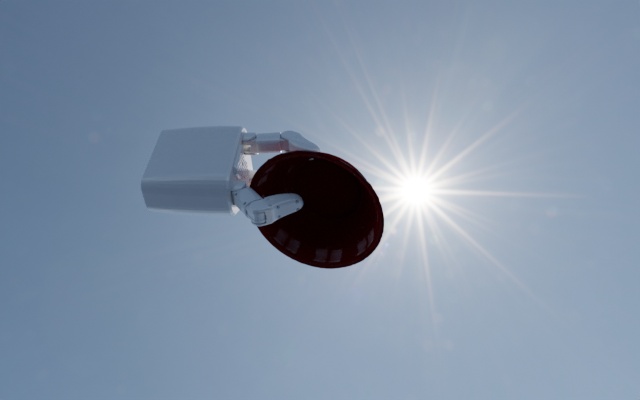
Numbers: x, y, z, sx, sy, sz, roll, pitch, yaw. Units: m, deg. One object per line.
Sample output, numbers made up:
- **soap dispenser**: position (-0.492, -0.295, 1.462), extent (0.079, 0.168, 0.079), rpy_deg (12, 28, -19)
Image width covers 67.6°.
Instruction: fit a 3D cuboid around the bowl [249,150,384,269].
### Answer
- **bowl**: position (0.001, 0.002, 0.561), extent (0.162, 0.162, 0.055), rpy_deg (0, 33, 21)
